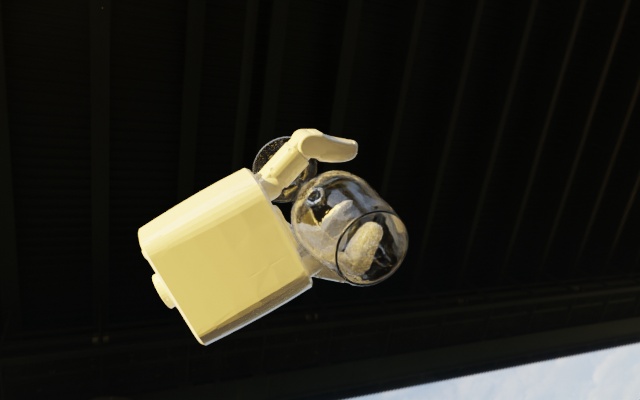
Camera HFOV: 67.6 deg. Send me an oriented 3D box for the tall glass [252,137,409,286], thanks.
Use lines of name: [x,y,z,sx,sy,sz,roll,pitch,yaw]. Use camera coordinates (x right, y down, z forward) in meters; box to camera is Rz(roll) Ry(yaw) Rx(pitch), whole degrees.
tall glass: [0.000,0.001,0.434,0.079,0.079,0.201,0,20,-25]
